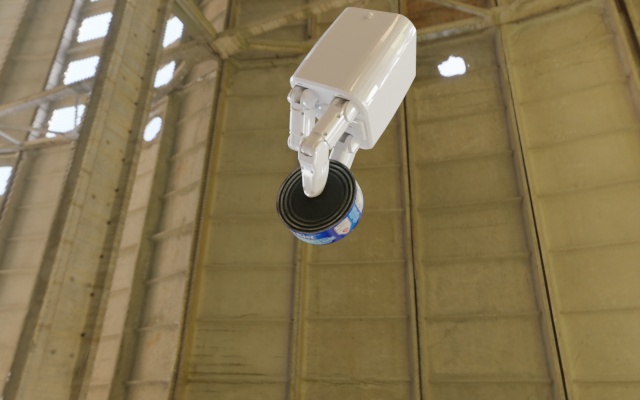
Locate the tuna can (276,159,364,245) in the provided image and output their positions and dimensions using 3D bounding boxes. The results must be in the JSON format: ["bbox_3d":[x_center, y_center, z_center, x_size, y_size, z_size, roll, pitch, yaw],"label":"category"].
[{"bbox_3d":[0.000,0.002,0.489,0.086,0.086,0.034,0,-29,23],"label":"tuna can"}]
